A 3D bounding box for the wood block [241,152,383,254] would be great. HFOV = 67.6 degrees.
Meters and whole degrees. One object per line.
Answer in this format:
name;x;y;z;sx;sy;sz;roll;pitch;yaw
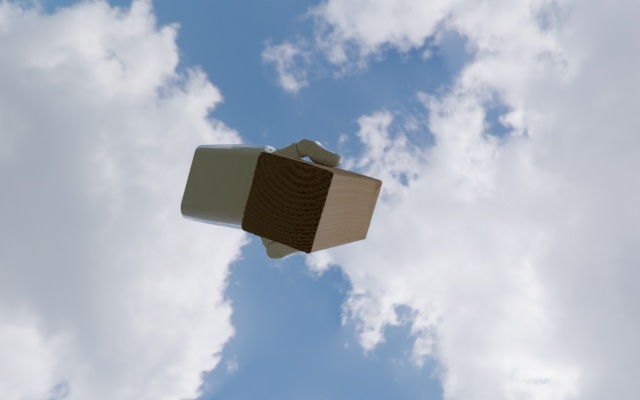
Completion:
wood block;0.000;0.002;0.595;0.090;0.091;0.206;17;6;20
